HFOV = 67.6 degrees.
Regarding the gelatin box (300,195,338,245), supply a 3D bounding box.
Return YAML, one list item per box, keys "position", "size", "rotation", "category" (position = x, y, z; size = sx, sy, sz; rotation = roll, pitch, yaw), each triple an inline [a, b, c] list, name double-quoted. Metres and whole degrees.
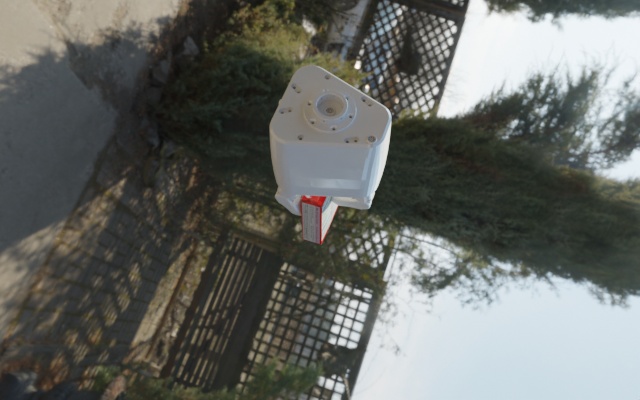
- position: [0.001, 0.002, 0.616]
  size: [0.030, 0.073, 0.089]
  rotation: [15, -36, 12]
  category: "gelatin box"
